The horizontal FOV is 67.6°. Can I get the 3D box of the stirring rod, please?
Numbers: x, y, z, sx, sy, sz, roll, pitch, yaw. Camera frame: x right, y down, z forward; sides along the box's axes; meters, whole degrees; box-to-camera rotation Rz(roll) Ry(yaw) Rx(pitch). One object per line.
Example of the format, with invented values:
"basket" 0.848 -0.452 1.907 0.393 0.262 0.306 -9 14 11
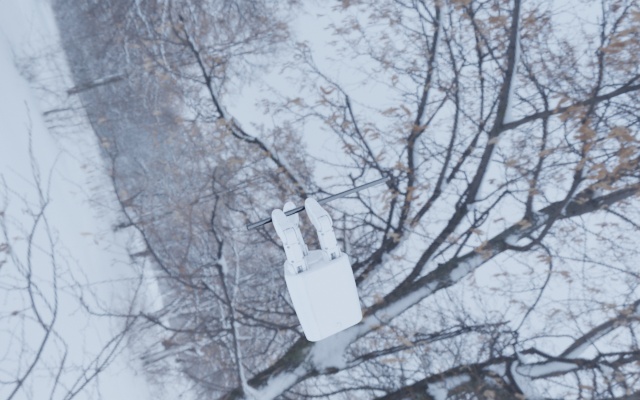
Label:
"stirring rod" 0.000 0.003 0.738 0.239 0.011 0.011 -19 6 -19
